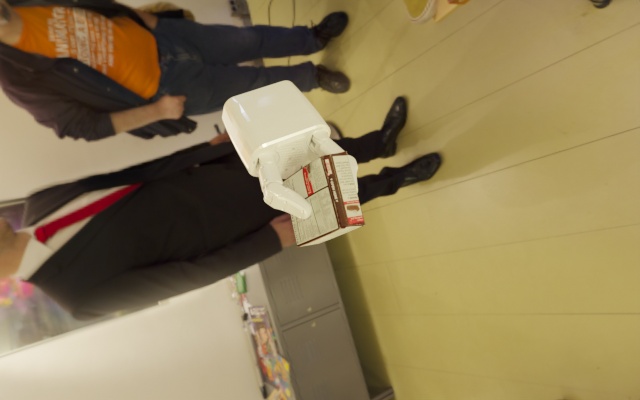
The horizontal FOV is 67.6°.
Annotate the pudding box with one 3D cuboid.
[{"bbox_3d":[0.000,0.002,0.576,0.039,0.090,0.113,-10,-10,-30],"label":"pudding box"}]
